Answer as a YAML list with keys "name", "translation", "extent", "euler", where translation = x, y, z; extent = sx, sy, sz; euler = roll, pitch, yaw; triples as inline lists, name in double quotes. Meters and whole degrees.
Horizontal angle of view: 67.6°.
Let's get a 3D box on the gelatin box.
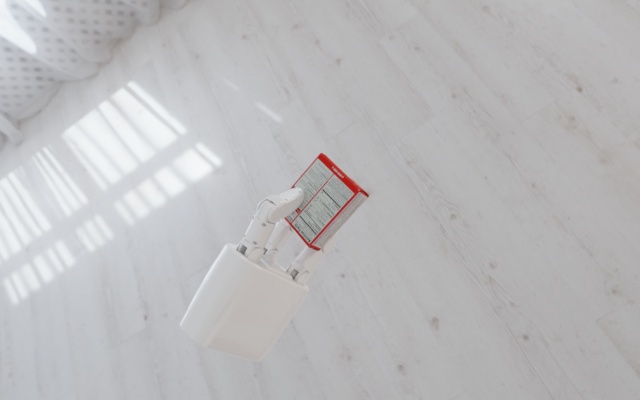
- name: "gelatin box"
  translation: [0.000, 0.001, 0.552]
  extent: [0.073, 0.089, 0.030]
  euler: [46, 10, 32]
